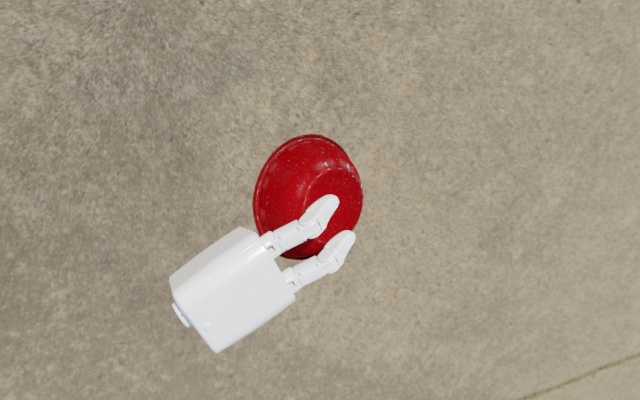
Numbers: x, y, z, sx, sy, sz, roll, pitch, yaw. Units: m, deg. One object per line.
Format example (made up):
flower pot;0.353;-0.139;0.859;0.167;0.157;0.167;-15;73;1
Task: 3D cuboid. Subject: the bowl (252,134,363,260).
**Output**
bowl;0.001;0.001;0.584;0.162;0.162;0.055;0;10;-39
